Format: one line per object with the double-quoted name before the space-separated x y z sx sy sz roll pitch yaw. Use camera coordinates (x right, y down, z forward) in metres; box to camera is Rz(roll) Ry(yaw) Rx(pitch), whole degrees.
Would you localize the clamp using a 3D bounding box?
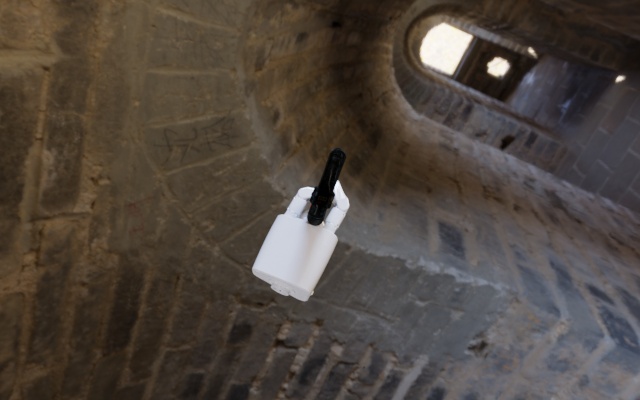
"clamp" 0.000 0.002 0.751 0.039 0.120 0.171 25 -23 4
